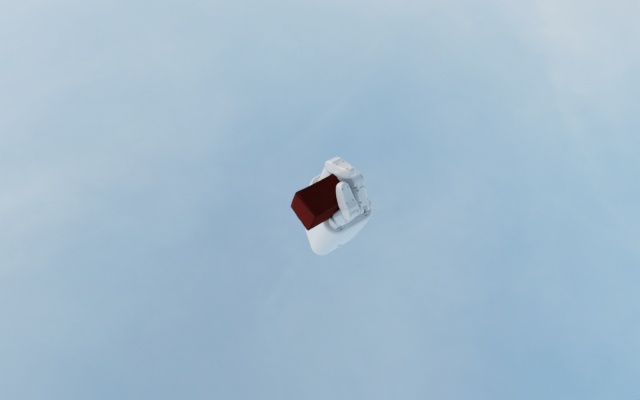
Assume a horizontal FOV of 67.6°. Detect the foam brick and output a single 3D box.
[{"bbox_3d":[0.000,0.002,0.761,0.078,0.053,0.051,-28,-17,-28],"label":"foam brick"}]
